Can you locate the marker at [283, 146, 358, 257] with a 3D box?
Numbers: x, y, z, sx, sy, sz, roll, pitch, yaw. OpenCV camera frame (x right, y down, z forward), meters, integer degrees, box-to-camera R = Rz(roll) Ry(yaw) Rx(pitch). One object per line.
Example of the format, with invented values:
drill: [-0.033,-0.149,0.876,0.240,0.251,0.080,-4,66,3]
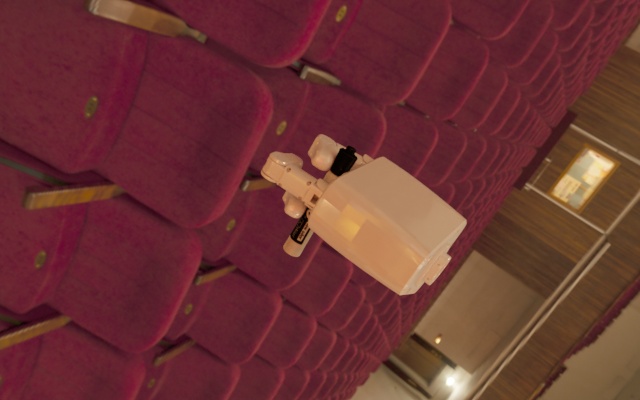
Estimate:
marker: [0.000,0.001,0.452,0.020,0.121,0.020,27,20,-11]
